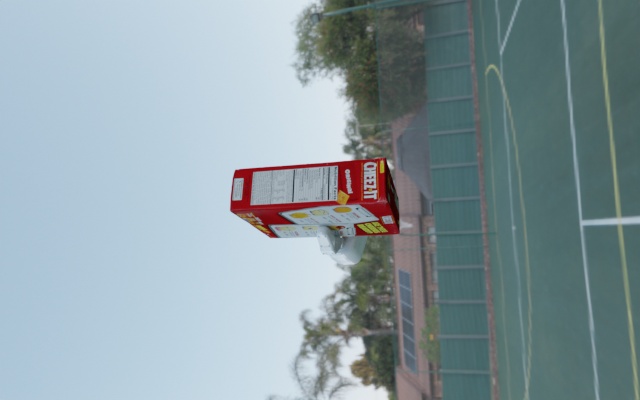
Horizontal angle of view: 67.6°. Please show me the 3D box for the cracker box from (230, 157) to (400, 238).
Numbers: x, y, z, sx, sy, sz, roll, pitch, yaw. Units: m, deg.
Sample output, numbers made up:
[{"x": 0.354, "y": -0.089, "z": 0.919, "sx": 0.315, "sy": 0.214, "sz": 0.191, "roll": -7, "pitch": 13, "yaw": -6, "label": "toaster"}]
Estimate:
[{"x": 0.000, "y": 0.002, "z": 0.694, "sx": 0.214, "sy": 0.072, "sz": 0.164, "roll": -4, "pitch": -19, "yaw": 14, "label": "cracker box"}]
